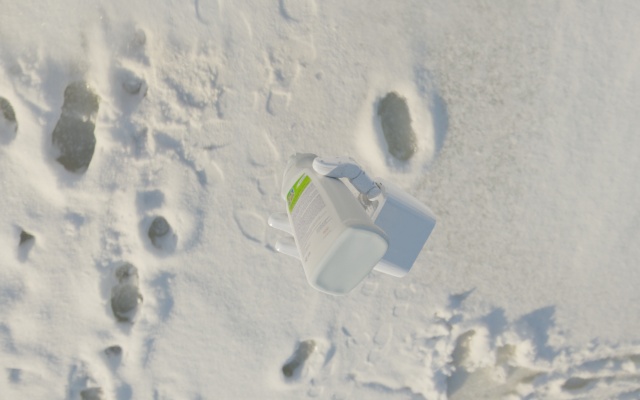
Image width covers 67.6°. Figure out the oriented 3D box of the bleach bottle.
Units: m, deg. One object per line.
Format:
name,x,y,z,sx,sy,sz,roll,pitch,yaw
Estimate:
bleach bottle,0.000,0.002,0.620,0.068,0.102,0.250,25,23,-30
